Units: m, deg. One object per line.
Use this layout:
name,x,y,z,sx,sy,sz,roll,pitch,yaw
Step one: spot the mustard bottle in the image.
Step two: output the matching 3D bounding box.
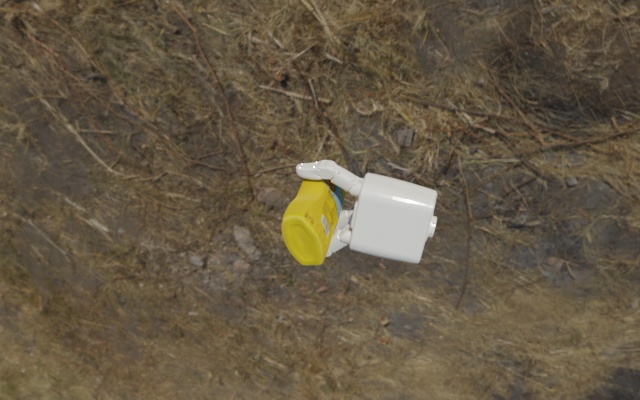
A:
mustard bottle,0.000,0.003,0.733,0.058,0.096,0.191,-6,35,24
